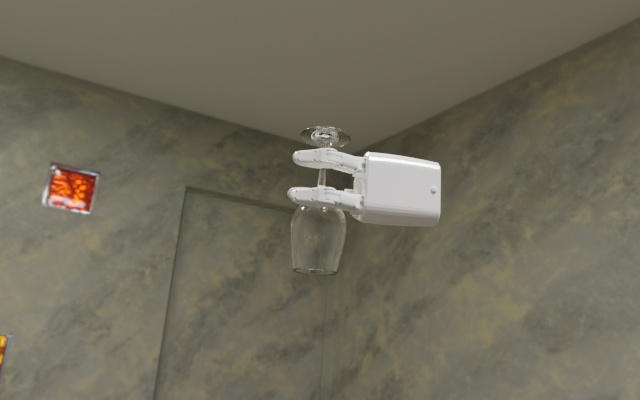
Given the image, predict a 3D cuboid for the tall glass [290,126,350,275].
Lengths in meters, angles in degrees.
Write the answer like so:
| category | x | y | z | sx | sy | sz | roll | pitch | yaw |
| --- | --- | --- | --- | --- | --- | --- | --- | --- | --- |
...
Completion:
| category | x | y | z | sx | sy | sz | roll | pitch | yaw |
| --- | --- | --- | --- | --- | --- | --- | --- | --- | --- |
| tall glass | 0.000 | 0.002 | 0.676 | 0.079 | 0.201 | 0.079 | 4 | -15 | 1 |
